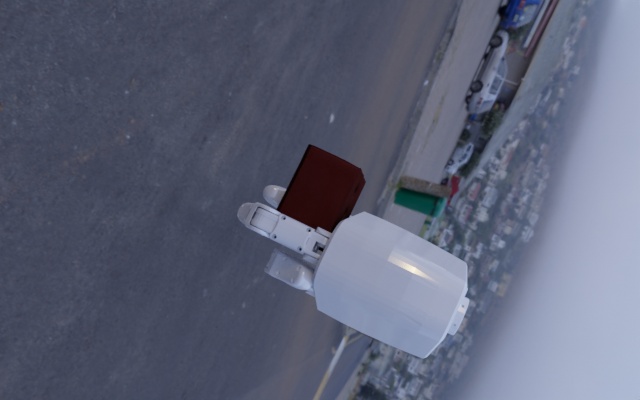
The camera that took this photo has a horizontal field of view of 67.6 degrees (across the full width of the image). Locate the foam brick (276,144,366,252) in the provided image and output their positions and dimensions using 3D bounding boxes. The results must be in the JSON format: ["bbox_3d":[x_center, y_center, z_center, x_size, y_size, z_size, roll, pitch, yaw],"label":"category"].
[{"bbox_3d":[0.000,0.001,0.419,0.051,0.078,0.053,24,-7,15],"label":"foam brick"}]
